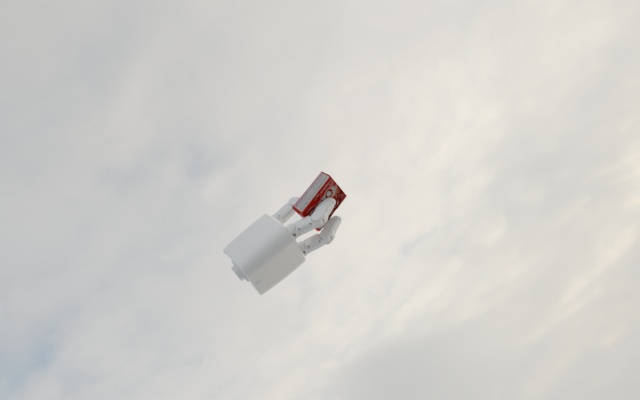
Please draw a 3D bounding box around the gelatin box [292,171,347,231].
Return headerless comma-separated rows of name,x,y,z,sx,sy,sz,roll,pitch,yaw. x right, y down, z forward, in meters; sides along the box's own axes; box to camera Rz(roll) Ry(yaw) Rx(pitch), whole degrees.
gelatin box,0.000,0.002,0.875,0.030,0.089,0.073,31,-10,40
